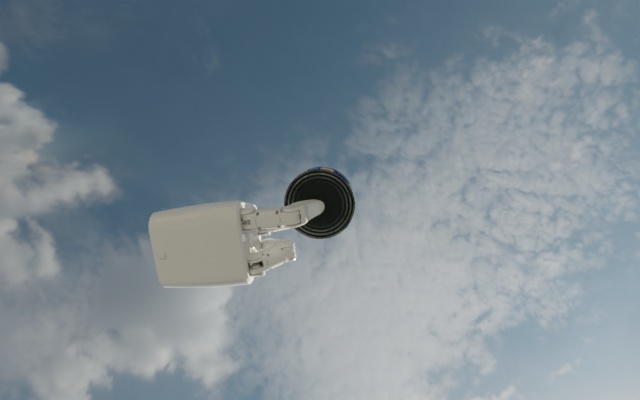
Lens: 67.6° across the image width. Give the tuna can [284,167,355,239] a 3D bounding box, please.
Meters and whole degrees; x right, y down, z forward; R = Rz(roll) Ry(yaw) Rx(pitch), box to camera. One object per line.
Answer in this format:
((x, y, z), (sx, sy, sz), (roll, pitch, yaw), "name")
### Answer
((0.000, 0.002, 0.587), (0.086, 0.086, 0.033), (0, 11, 6), "tuna can")
